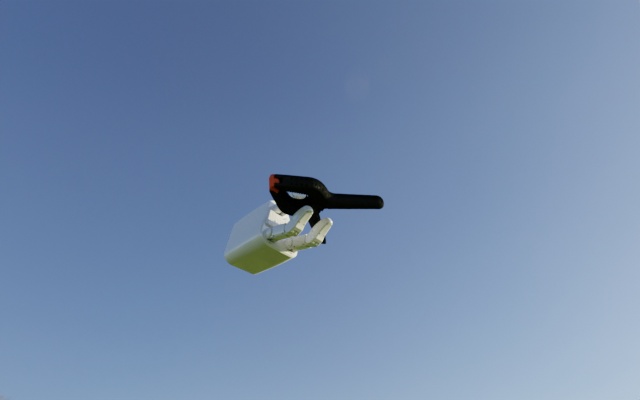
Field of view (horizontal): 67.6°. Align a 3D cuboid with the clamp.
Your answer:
[{"bbox_3d":[0.000,0.002,0.848,0.164,0.036,0.210,-31,-44,27],"label":"clamp"}]
